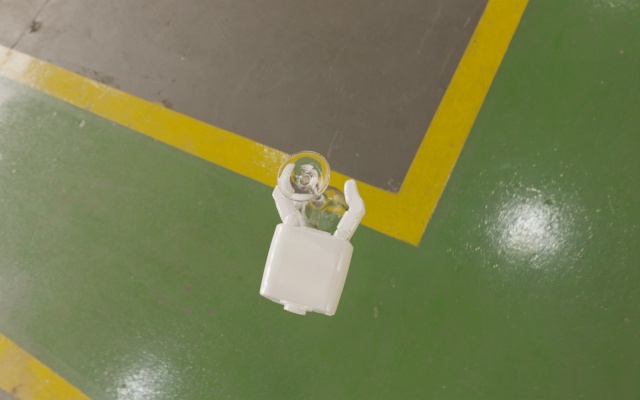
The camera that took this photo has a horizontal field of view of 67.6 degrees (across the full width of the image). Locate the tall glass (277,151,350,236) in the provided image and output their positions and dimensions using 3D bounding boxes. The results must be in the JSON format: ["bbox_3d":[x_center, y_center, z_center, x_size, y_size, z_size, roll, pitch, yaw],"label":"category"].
[{"bbox_3d":[0.000,0.002,0.729,0.079,0.079,0.201,0,-21,15],"label":"tall glass"}]
